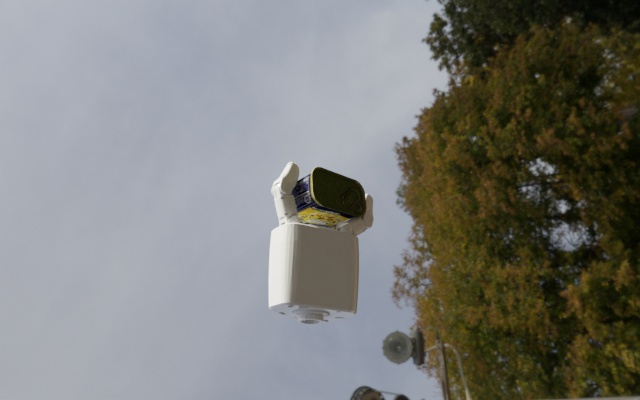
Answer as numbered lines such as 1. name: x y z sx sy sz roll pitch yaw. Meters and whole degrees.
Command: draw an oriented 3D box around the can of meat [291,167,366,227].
1. can of meat: 0.000 0.002 0.682 0.102 0.057 0.084 17 -31 -38
